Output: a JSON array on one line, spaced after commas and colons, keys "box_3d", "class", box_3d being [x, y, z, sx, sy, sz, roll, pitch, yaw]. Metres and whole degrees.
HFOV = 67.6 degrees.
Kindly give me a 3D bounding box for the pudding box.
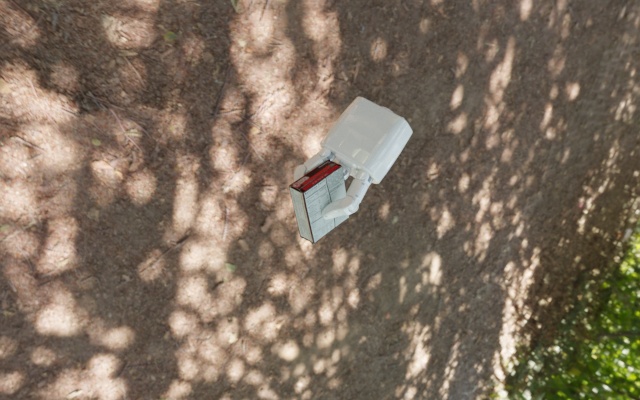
[{"box_3d": [0.000, 0.003, 0.783, 0.090, 0.114, 0.039, -35, 42, -28], "class": "pudding box"}]
